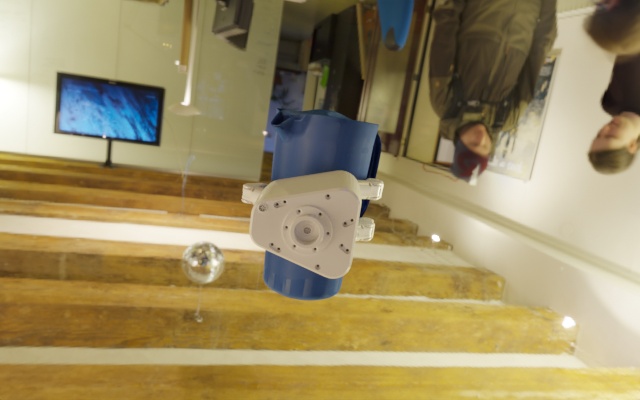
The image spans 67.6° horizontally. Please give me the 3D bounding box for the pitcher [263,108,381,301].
[{"bbox_3d":[0.000,0.002,0.642,0.149,0.243,0.145,9,11,0],"label":"pitcher"}]
